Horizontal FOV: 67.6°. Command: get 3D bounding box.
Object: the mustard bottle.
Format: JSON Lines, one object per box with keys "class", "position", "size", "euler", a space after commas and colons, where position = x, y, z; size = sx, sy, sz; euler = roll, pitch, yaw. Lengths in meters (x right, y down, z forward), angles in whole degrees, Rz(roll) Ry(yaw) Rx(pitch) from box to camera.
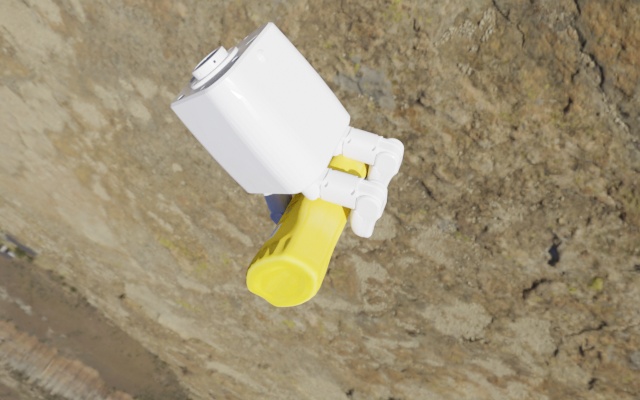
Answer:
{"class": "mustard bottle", "position": [0.000, 0.002, 0.448], "size": [0.058, 0.191, 0.096], "euler": [32, -37, -7]}
